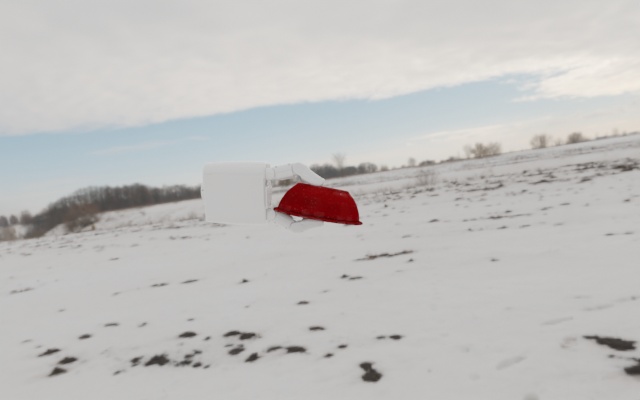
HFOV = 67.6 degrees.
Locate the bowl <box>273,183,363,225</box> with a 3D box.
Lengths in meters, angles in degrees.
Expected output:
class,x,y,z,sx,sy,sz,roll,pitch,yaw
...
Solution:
class,x,y,z,sx,sy,sz,roll,pitch,yaw
bowl,0.001,0.003,0.847,0.162,0.055,0.162,10,2,0
